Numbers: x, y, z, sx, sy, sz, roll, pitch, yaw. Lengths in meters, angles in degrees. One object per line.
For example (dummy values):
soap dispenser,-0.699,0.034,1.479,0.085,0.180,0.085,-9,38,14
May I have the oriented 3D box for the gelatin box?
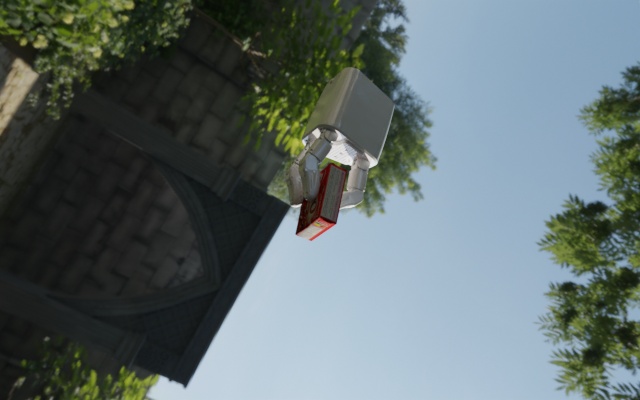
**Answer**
gelatin box,0.000,0.003,0.656,0.030,0.089,0.073,23,-32,-20
